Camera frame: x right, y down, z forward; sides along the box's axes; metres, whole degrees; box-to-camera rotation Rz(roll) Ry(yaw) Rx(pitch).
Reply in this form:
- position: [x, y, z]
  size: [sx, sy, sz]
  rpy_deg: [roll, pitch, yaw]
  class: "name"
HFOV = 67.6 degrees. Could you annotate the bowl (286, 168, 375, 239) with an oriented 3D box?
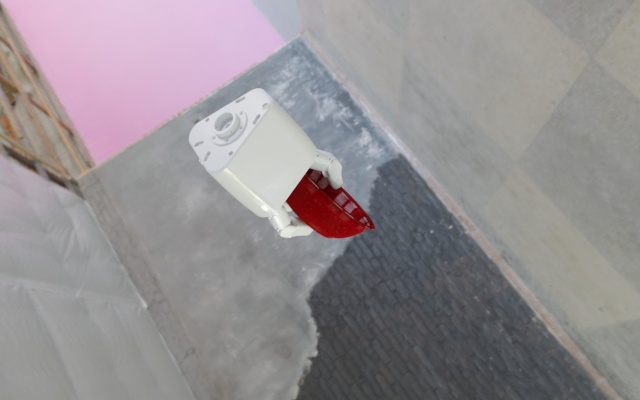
- position: [0.001, 0.003, 0.671]
  size: [0.162, 0.055, 0.162]
  rpy_deg: [41, 10, -9]
  class: "bowl"
